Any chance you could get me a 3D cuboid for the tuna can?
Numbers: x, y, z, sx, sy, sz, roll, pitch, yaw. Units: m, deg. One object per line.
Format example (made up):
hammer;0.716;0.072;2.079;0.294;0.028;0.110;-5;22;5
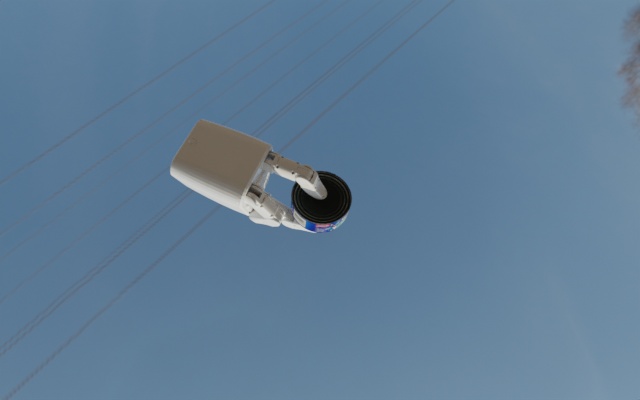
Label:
tuna can;0.000;0.003;0.683;0.086;0.086;0.034;0;-29;-6
